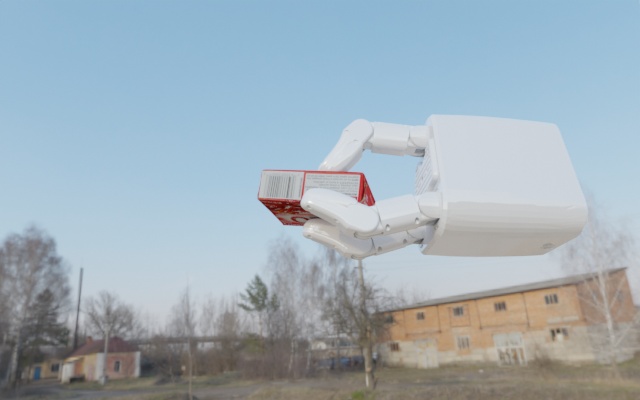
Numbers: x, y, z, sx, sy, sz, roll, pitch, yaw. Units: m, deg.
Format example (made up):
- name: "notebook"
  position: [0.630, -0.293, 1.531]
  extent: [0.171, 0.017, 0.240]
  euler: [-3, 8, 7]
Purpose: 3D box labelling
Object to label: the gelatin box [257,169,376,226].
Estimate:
- name: "gelatin box"
  position: [0.000, 0.001, 0.411]
  extent: [0.089, 0.030, 0.073]
  euler: [3, -19, 15]
